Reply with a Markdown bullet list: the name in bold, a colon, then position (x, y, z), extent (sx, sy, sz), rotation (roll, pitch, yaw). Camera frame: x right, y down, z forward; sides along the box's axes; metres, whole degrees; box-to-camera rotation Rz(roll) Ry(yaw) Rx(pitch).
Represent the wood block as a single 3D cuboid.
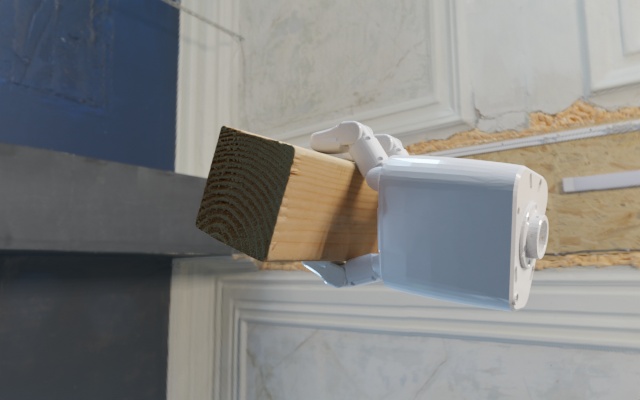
- **wood block**: position (0.000, 0.002, 0.450), extent (0.090, 0.091, 0.206), rotation (20, 7, 37)
